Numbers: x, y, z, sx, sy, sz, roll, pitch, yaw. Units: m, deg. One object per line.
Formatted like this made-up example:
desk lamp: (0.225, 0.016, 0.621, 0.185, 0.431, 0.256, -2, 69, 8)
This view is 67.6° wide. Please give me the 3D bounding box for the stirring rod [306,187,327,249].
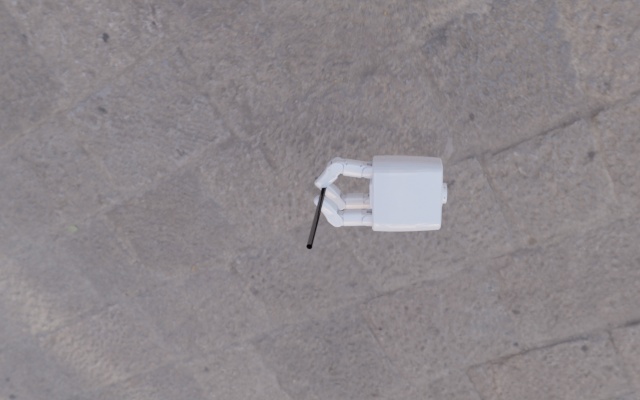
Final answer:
stirring rod: (0.000, 0.002, 0.728, 0.011, 0.011, 0.239, 0, 29, 8)
